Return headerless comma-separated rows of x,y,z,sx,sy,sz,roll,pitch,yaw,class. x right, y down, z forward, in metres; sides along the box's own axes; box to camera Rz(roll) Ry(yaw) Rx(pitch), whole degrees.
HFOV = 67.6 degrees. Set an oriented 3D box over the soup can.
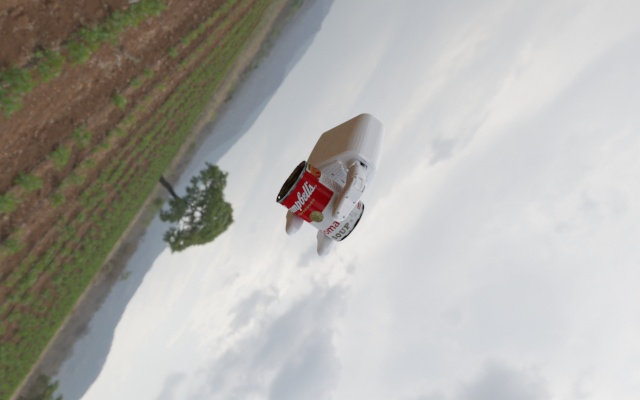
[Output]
0.000,0.003,0.647,0.102,0.068,0.068,35,-10,-15,soup can
